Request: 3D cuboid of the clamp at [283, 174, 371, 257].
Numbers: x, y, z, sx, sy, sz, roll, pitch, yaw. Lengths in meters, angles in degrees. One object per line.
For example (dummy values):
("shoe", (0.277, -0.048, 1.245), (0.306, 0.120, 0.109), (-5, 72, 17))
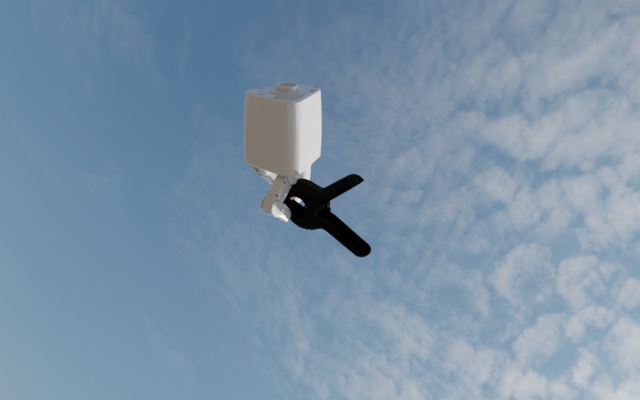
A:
("clamp", (0.000, 0.002, 0.675), (0.171, 0.120, 0.039), (20, 30, 32))
